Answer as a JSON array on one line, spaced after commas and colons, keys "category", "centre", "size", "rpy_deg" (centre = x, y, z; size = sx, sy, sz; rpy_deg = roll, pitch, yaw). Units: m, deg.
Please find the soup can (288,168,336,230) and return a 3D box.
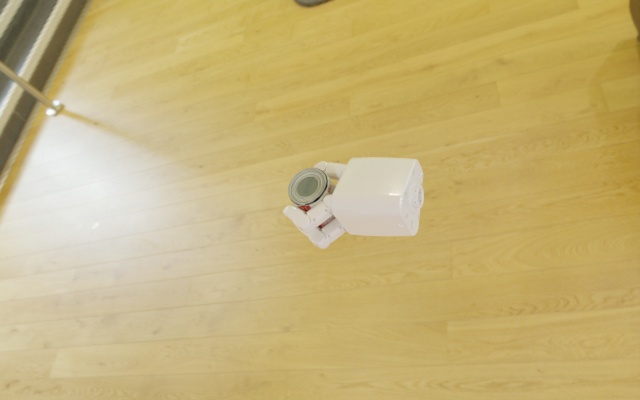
[{"category": "soup can", "centre": [0.000, 0.002, 0.756], "size": [0.068, 0.068, 0.102], "rpy_deg": [0, -29, 28]}]
